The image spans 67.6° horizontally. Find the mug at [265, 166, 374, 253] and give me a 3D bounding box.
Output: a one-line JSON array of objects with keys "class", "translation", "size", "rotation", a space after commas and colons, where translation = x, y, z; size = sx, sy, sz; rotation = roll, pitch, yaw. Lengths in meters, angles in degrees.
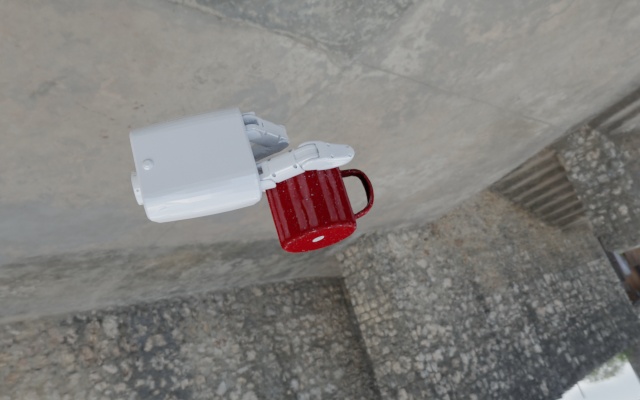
[{"class": "mug", "translation": [0.002, 0.002, 0.503], "size": [0.117, 0.081, 0.093], "rotation": [-13, -19, -13]}]
